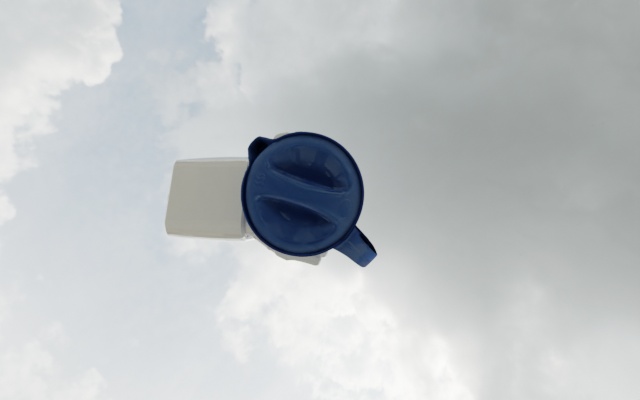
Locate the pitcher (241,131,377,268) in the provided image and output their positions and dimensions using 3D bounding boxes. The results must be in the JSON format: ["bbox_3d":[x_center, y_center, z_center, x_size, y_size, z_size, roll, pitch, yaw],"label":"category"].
[{"bbox_3d":[0.000,0.002,0.618,0.145,0.149,0.243,-1,0,7],"label":"pitcher"}]
